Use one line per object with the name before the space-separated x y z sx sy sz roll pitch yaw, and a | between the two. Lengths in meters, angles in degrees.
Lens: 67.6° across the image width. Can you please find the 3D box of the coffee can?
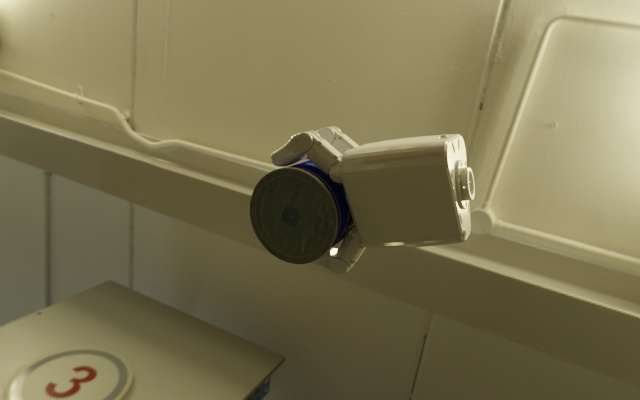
coffee can | 0.000 0.002 0.551 0.103 0.103 0.140 0 13 27
